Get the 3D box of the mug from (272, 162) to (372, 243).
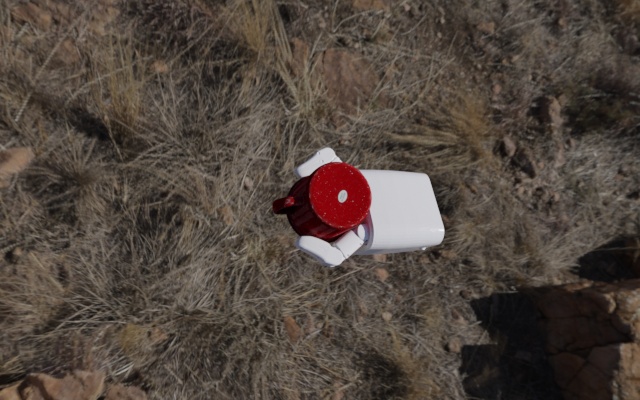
[{"bbox_3d":[-0.001,0.002,0.579,0.117,0.093,0.081,-1,-12,-18],"label":"mug"}]
